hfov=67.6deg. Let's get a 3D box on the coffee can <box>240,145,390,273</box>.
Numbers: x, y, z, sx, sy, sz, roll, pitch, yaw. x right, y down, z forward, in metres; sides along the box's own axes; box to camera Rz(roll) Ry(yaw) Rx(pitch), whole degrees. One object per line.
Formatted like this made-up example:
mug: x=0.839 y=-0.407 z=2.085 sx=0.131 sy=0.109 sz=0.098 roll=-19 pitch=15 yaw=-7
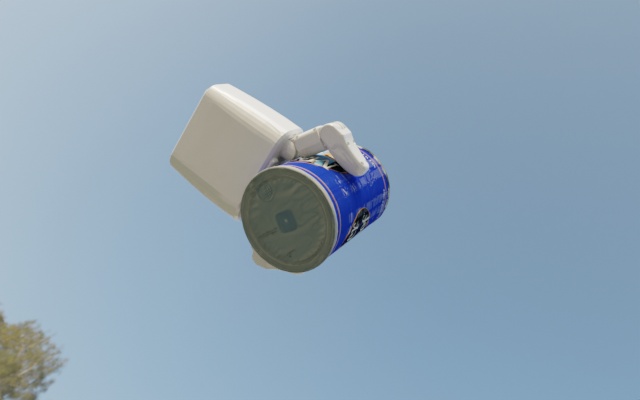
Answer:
coffee can: x=0.000 y=0.002 z=0.498 sx=0.103 sy=0.103 sz=0.140 roll=0 pitch=15 yaw=29
